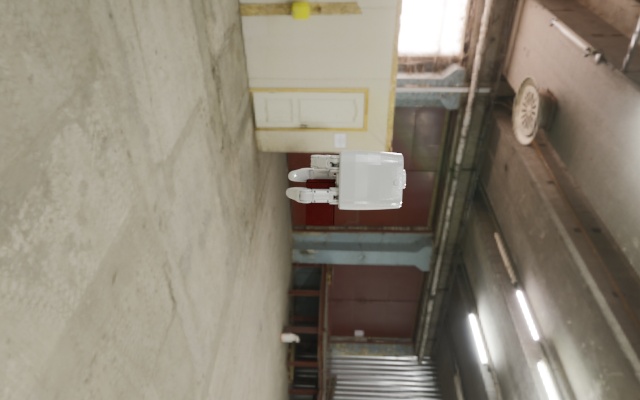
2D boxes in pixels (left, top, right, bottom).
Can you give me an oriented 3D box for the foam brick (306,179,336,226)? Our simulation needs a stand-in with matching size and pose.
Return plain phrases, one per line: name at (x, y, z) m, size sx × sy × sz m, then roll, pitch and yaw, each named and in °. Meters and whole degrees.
foam brick at (0.000, 0.003, 0.842) m, size 0.051 × 0.078 × 0.053 m, roll 1°, pitch 9°, yaw 0°
